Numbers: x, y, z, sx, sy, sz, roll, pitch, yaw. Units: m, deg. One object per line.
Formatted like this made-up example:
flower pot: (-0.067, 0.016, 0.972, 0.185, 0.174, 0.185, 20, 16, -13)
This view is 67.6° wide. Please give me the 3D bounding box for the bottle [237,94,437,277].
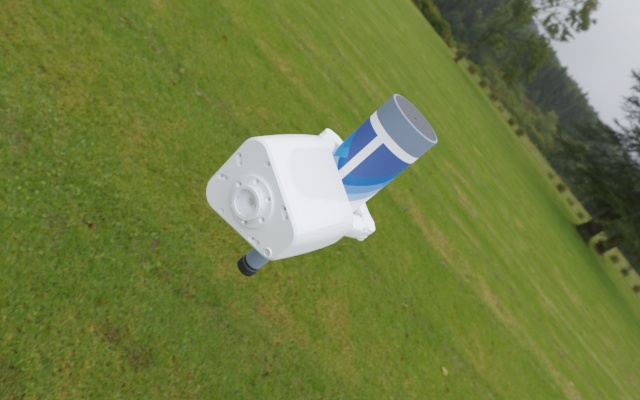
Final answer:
bottle: (0.000, 0.002, 0.557, 0.296, 0.069, 0.069, -41, -22, 27)
